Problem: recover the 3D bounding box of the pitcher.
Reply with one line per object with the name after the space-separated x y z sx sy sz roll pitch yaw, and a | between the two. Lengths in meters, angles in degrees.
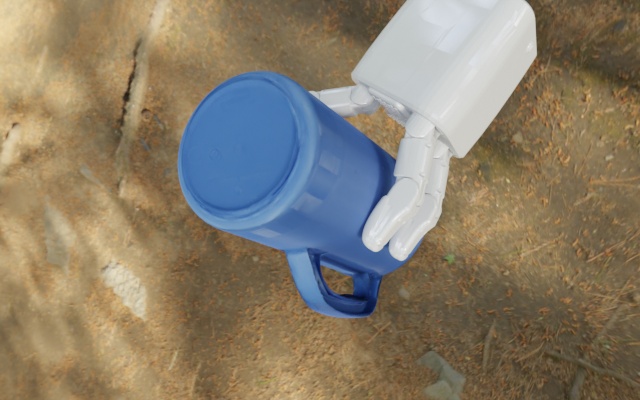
0.000 0.001 0.401 0.149 0.145 0.243 43 8 27 | pitcher
